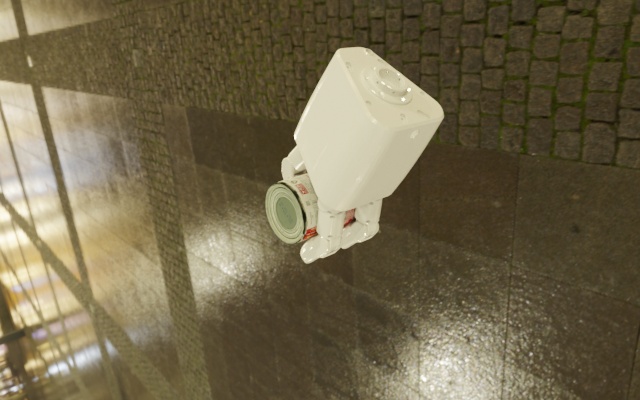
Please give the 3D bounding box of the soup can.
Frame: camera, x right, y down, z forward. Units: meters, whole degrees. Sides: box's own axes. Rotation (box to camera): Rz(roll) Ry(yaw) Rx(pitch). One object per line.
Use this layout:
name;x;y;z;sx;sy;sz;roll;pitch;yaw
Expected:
soup can;0.000;0.002;0.522;0.102;0.068;0.068;-18;11;-38
